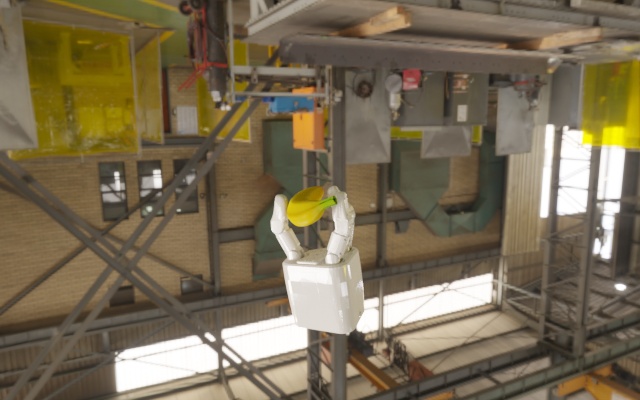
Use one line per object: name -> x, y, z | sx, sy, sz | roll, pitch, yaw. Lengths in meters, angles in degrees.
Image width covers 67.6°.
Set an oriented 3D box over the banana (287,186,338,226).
banana -> -0.017, 0.008, 0.710 | 0.069, 0.037, 0.198 | -17, 9, -4
